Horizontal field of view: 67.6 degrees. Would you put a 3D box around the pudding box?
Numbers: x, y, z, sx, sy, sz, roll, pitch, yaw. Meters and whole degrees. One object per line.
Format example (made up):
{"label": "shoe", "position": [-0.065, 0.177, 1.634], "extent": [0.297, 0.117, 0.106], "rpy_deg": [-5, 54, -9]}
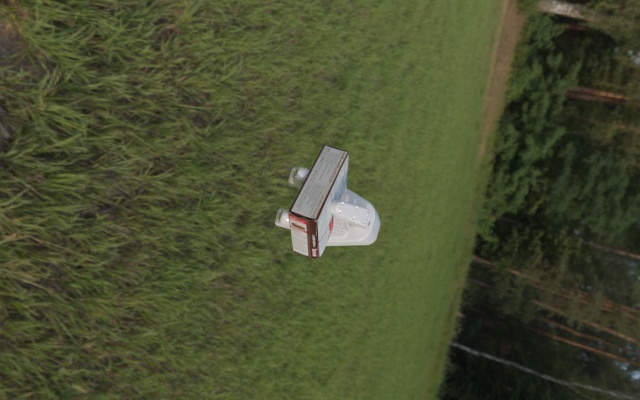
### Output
{"label": "pudding box", "position": [0.000, 0.002, 0.589], "extent": [0.039, 0.113, 0.090], "rpy_deg": [15, -34, 13]}
